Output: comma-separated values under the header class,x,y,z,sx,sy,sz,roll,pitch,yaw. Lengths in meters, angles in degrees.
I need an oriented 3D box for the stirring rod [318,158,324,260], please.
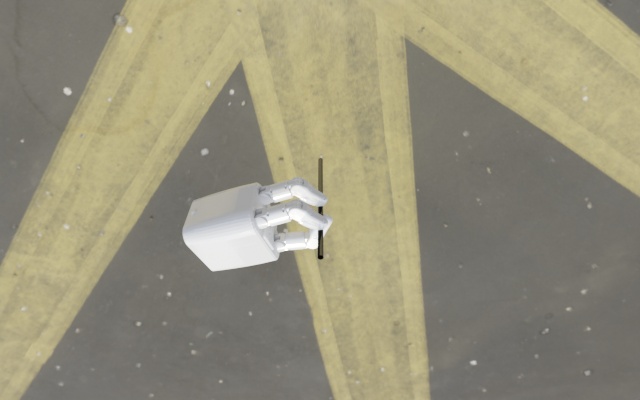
class,x,y,z,sx,sy,sz,roll,pitch,yaw
stirring rod,0.000,0.002,0.713,0.011,0.011,0.239,0,36,0
